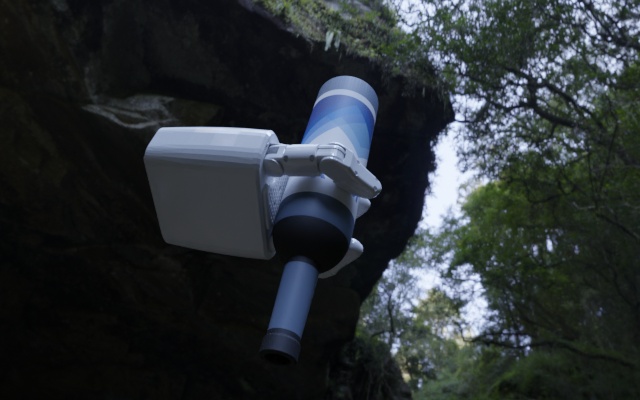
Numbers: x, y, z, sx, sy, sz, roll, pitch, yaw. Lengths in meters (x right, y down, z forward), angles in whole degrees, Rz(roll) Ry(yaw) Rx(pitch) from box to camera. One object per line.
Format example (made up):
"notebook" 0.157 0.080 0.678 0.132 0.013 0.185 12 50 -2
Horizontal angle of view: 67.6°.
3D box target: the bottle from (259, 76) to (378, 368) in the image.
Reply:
"bottle" 0.000 0.001 0.424 0.069 0.295 0.069 9 -40 8
